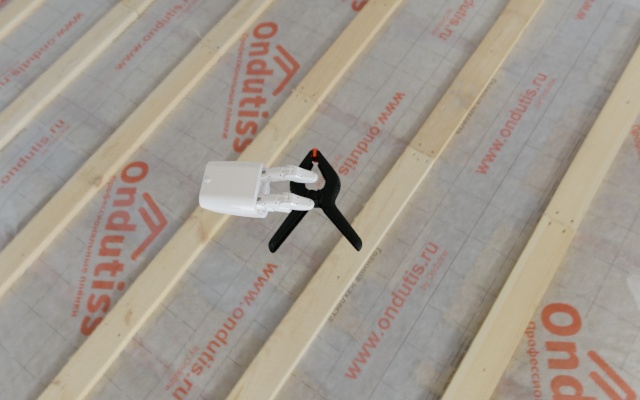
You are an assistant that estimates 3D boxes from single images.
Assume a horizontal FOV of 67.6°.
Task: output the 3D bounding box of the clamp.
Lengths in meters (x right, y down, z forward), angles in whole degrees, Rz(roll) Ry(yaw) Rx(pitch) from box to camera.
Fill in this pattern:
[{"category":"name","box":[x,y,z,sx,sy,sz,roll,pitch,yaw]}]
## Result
[{"category":"clamp","box":[0.000,0.003,0.873,0.164,0.210,0.036,5,-24,4]}]
